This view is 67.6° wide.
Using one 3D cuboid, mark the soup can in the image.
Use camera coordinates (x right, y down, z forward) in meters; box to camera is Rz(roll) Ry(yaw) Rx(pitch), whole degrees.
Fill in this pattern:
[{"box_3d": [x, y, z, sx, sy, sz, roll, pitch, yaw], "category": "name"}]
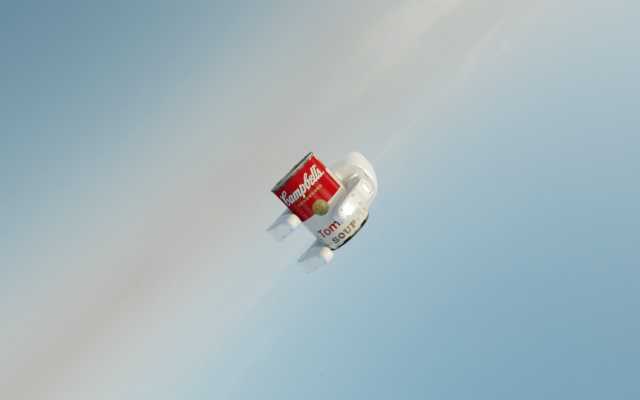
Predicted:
[{"box_3d": [0.000, 0.002, 0.568, 0.068, 0.102, 0.068, -43, 8, 8], "category": "soup can"}]
